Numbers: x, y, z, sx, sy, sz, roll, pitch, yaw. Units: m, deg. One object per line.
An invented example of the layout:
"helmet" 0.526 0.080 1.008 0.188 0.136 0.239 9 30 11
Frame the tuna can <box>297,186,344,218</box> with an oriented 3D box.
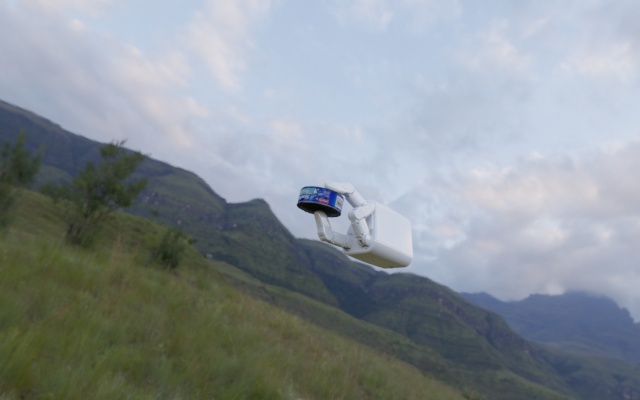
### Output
"tuna can" 0.000 0.002 0.900 0.086 0.033 0.086 12 -16 4
